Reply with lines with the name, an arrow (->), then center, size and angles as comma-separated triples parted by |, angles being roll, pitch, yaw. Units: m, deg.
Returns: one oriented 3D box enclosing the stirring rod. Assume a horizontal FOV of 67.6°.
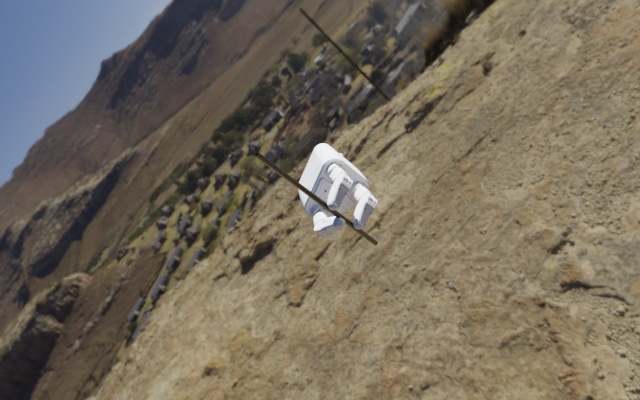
stirring rod -> 0.000, 0.002, 0.712 | 0.239, 0.011, 0.011 | 37, -17, -23
